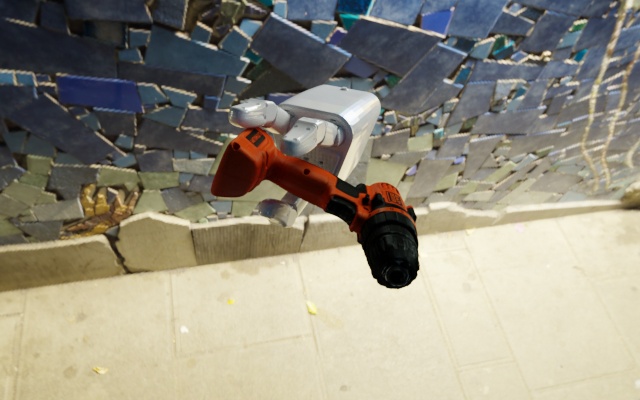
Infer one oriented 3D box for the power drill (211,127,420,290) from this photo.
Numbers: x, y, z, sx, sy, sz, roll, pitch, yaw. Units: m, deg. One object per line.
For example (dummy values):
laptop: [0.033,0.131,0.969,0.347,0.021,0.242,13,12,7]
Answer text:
power drill: [0.000,0.001,0.439,0.187,0.057,0.184,25,16,-5]
